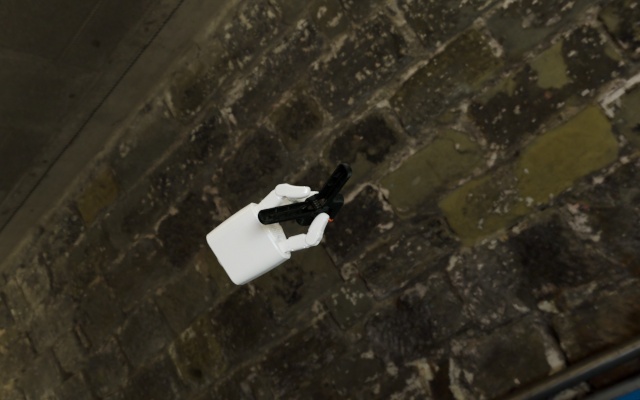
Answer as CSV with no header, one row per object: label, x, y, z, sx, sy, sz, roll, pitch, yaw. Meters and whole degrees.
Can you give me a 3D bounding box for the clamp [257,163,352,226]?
clamp,0.000,0.004,0.820,0.164,0.036,0.210,-31,-16,11
